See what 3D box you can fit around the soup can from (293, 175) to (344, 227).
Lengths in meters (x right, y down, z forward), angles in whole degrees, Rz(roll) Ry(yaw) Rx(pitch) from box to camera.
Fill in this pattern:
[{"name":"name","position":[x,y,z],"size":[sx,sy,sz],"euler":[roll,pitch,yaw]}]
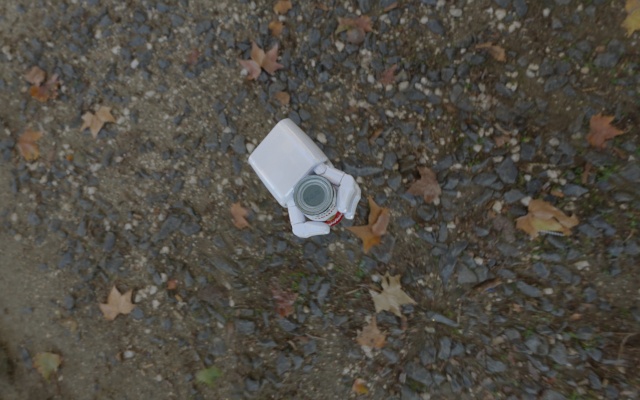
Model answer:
[{"name":"soup can","position":[0.000,0.003,0.792],"size":[0.068,0.068,0.102],"euler":[0,-14,13]}]
